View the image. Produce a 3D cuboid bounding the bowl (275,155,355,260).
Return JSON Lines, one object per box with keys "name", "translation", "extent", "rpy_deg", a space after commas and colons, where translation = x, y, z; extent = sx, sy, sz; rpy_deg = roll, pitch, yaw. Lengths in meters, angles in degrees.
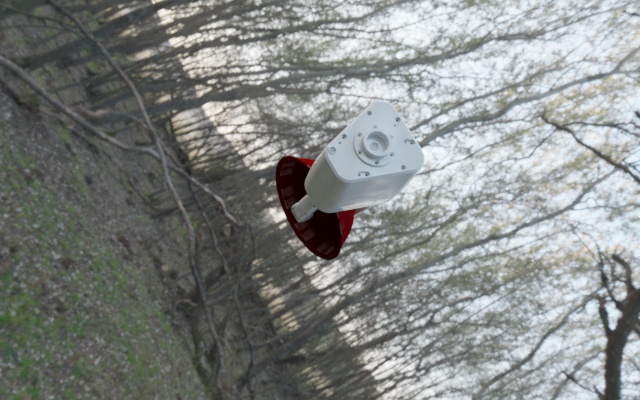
{"name": "bowl", "translation": [0.000, 0.002, 0.692], "extent": [0.055, 0.162, 0.162], "rpy_deg": [-26, 13, -27]}
